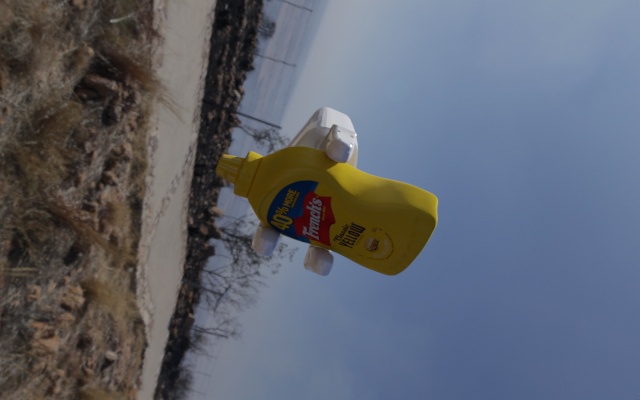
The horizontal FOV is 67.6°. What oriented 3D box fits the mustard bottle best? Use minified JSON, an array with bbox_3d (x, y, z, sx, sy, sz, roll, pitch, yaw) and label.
[{"bbox_3d":[0.000,0.002,0.429,0.191,0.058,0.096,21,-43,-7],"label":"mustard bottle"}]
